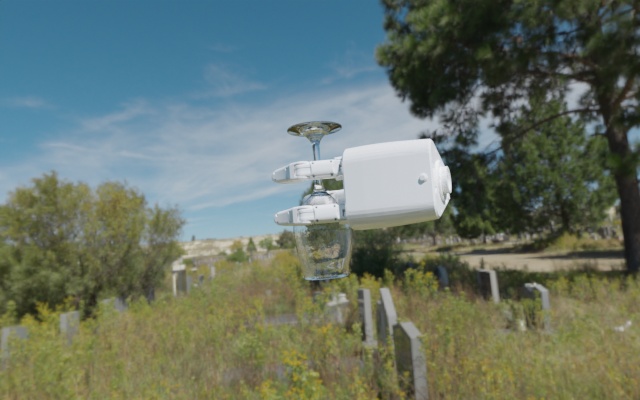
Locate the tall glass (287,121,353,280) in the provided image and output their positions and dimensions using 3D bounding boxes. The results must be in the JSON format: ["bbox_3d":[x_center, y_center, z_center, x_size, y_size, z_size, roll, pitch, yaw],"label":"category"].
[{"bbox_3d":[0.000,0.001,0.632,0.079,0.201,0.079,-4,-5,0],"label":"tall glass"}]
